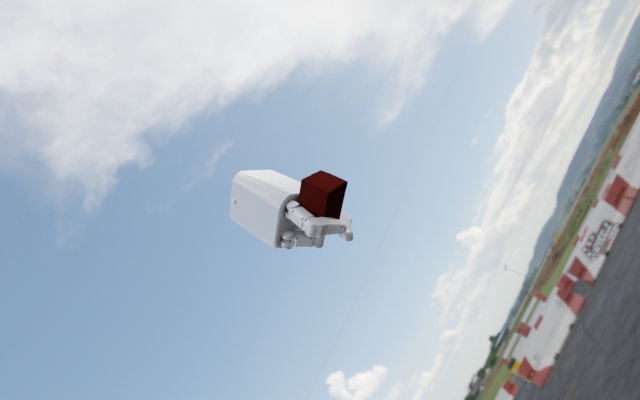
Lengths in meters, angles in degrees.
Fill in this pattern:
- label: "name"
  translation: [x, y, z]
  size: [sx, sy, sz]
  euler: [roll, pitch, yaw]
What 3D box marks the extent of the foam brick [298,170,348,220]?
- label: "foam brick"
  translation: [0.000, 0.002, 0.722]
  size: [0.051, 0.078, 0.053]
  euler: [29, 35, 26]
